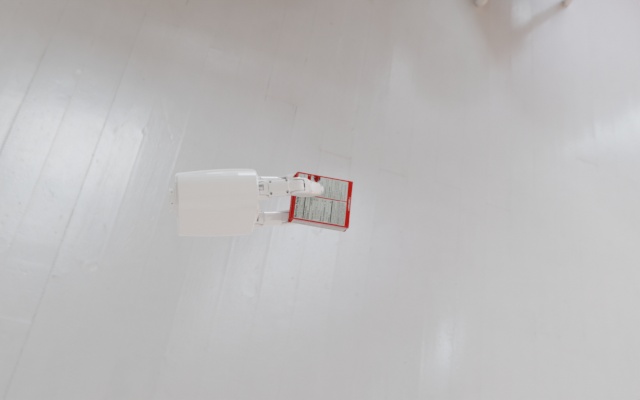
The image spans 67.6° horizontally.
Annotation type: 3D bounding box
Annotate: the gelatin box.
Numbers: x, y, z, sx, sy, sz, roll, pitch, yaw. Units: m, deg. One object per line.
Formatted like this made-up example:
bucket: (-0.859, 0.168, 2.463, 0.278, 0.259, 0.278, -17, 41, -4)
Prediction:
gelatin box: (0.001, 0.002, 0.703, 0.089, 0.073, 0.030, 10, -19, -11)
